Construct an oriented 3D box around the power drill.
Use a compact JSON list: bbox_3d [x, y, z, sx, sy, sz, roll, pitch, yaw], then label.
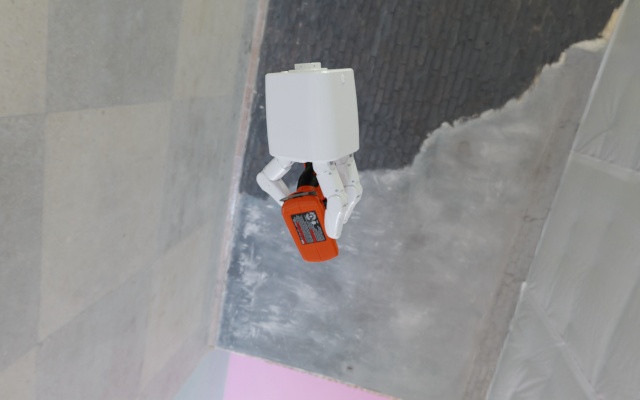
[{"bbox_3d":[0.000,0.002,0.705,0.057,0.184,0.187,-14,32,15],"label":"power drill"}]
